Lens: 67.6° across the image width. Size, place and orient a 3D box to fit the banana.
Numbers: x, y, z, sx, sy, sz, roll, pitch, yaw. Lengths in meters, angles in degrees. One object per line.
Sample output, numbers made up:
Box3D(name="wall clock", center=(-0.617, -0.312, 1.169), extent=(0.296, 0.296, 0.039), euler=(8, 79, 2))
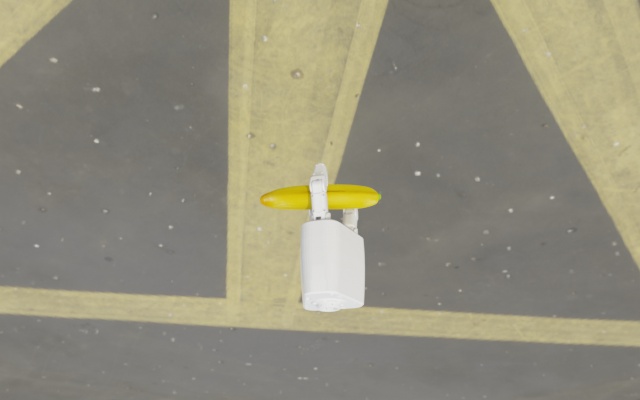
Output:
Box3D(name="banana", center=(0.006, -0.002, 0.737), extent=(0.198, 0.037, 0.070), euler=(0, -14, -9))
